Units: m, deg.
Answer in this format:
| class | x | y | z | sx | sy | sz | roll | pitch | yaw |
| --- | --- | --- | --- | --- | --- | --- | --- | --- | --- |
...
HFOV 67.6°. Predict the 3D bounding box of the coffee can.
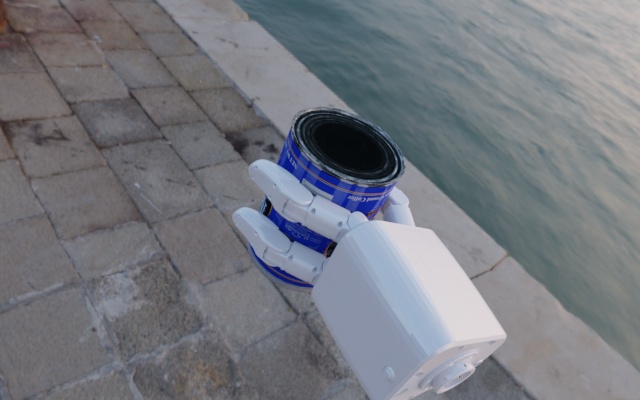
| class | x | y | z | sx | sy | sz | roll | pitch | yaw |
| --- | --- | --- | --- | --- | --- | --- | --- | --- | --- |
| coffee can | 0.000 | 0.001 | 0.438 | 0.103 | 0.140 | 0.102 | 16 | 39 | -13 |
